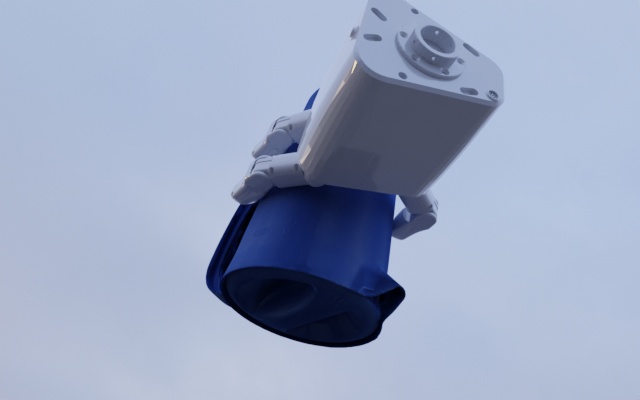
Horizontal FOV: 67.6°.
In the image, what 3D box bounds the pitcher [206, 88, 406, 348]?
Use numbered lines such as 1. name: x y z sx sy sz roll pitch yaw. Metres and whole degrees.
1. pitcher: 0.000 0.001 0.451 0.149 0.242 0.145 22 -37 -7
